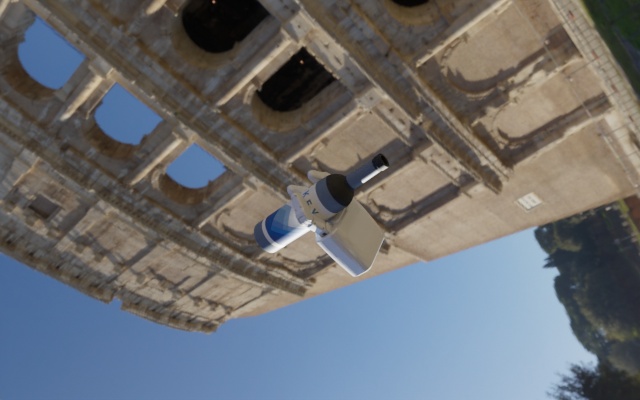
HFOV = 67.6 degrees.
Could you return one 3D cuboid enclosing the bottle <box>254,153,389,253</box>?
[{"bbox_3d":[0.000,0.003,0.871,0.296,0.069,0.069,-33,-18,29],"label":"bottle"}]
